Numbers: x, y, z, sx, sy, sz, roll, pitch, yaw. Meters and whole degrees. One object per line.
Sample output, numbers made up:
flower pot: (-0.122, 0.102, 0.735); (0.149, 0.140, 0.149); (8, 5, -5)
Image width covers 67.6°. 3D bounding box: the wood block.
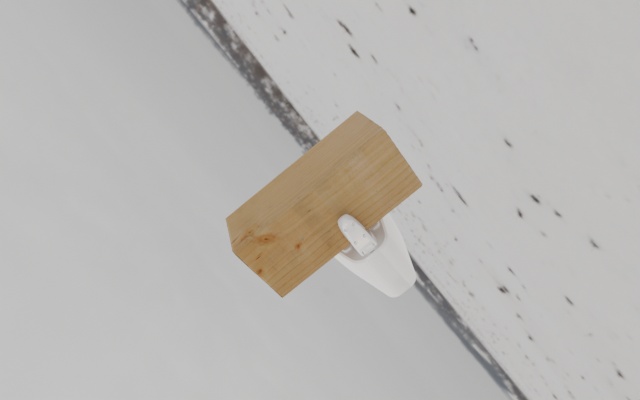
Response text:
wood block: (0.000, 0.002, 0.558); (0.206, 0.090, 0.090); (-39, 28, 3)
